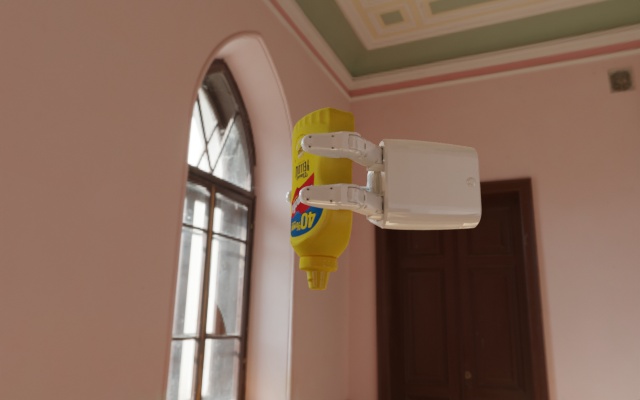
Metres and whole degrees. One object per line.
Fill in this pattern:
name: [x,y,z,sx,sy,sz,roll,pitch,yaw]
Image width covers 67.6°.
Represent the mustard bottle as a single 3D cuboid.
mustard bottle: [0.000,0.001,0.530,0.058,0.191,0.096,9,-16,-29]
